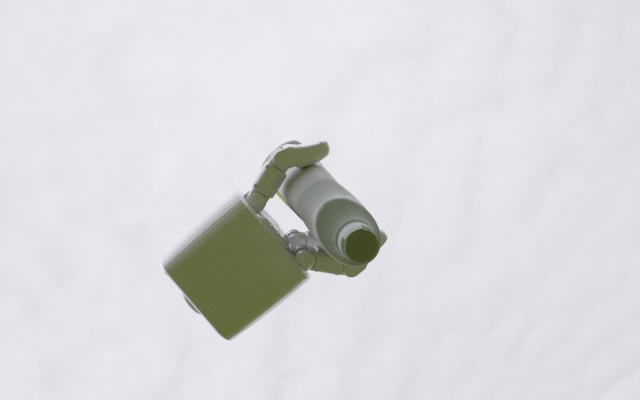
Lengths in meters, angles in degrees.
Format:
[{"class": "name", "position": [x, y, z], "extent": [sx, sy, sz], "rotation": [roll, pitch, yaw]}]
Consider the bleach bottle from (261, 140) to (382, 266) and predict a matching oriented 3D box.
[{"class": "bleach bottle", "position": [0.000, 0.002, 0.492], "extent": [0.068, 0.102, 0.250], "rotation": [-42, 18, -1]}]
